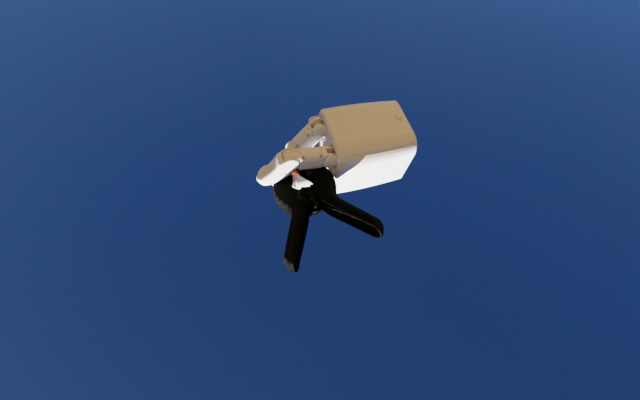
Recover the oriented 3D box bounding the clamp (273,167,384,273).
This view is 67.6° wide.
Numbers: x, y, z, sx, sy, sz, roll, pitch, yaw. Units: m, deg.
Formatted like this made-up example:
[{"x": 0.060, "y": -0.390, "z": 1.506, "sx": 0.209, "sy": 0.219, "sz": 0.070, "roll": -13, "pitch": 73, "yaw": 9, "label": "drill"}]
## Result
[{"x": 0.000, "y": 0.002, "z": 0.583, "sx": 0.120, "sy": 0.171, "sz": 0.039, "roll": -11, "pitch": -37, "yaw": -9, "label": "clamp"}]
